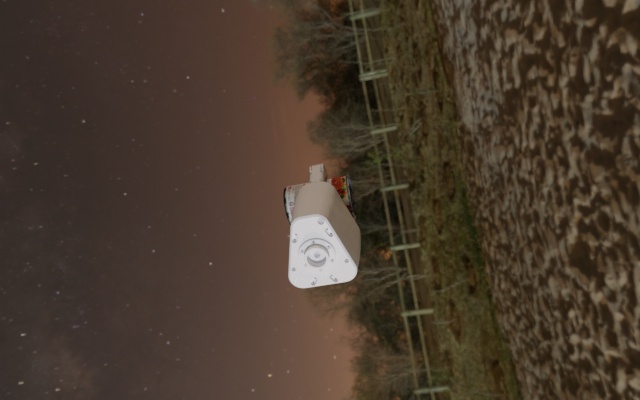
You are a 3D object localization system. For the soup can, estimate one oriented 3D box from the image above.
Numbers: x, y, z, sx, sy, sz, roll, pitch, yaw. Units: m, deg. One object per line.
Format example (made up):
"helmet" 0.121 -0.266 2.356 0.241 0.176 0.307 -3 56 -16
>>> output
"soup can" 0.000 0.002 0.743 0.102 0.068 0.068 -10 -2 9
